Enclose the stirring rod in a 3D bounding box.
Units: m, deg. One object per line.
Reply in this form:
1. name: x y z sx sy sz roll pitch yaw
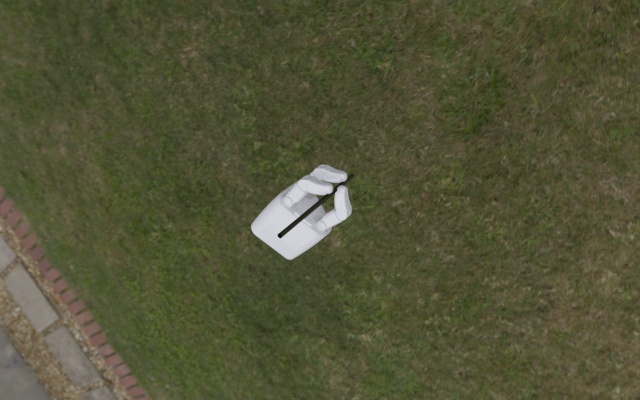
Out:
1. stirring rod: 0.000 0.003 0.766 0.011 0.011 0.239 0 23 32
